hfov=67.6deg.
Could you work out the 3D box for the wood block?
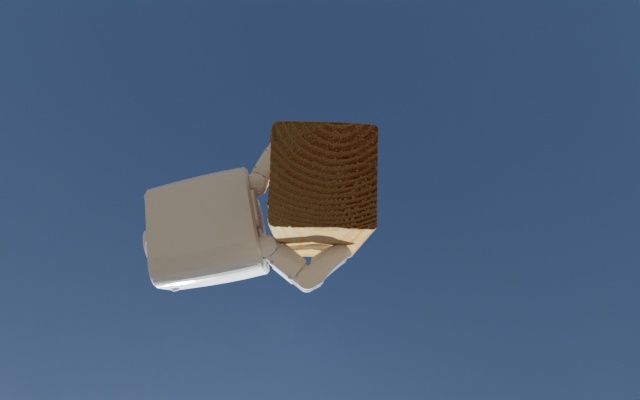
[{"bbox_3d":[0.000,0.001,0.484,0.090,0.090,0.206,2,-13,-2],"label":"wood block"}]
